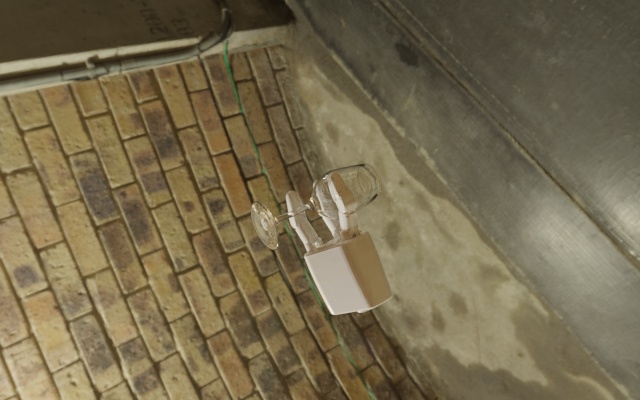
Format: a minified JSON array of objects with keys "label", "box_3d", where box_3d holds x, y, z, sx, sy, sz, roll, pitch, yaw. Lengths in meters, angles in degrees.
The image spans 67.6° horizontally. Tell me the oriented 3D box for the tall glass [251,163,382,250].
[{"label":"tall glass","box_3d":[0.000,0.002,0.726,0.201,0.079,0.079,-23,12,-29]}]
